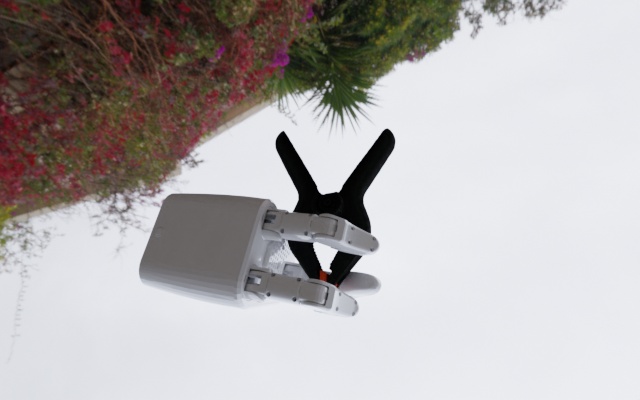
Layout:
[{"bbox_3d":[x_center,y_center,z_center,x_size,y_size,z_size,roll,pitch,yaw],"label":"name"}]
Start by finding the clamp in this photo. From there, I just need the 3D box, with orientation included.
[{"bbox_3d":[0.000,0.002,0.458,0.120,0.171,0.039,6,-23,19],"label":"clamp"}]
